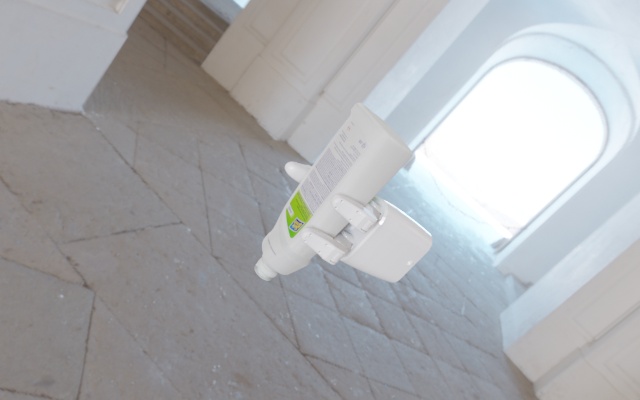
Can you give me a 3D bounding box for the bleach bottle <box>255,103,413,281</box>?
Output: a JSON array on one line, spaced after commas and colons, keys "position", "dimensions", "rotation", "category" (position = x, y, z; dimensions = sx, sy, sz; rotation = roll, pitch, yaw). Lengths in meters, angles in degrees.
[{"position": [0.000, 0.002, 0.609], "dimensions": [0.068, 0.251, 0.102], "rotation": [30, 20, -34], "category": "bleach bottle"}]
